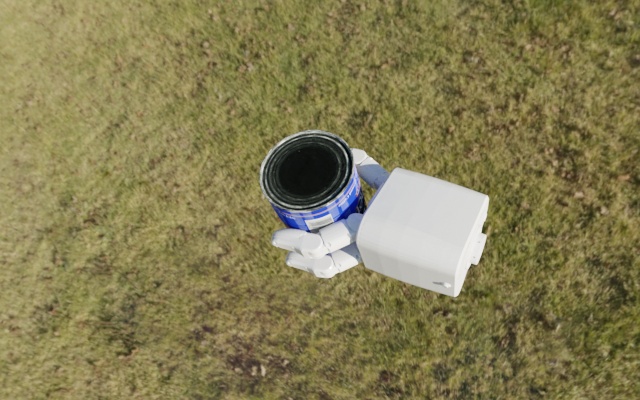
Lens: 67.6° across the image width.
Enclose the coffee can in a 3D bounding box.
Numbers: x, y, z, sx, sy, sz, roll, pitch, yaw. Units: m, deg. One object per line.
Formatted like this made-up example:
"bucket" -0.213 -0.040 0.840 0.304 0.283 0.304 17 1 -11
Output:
"coffee can" 0.000 0.002 0.552 0.103 0.102 0.140 0 -30 15
